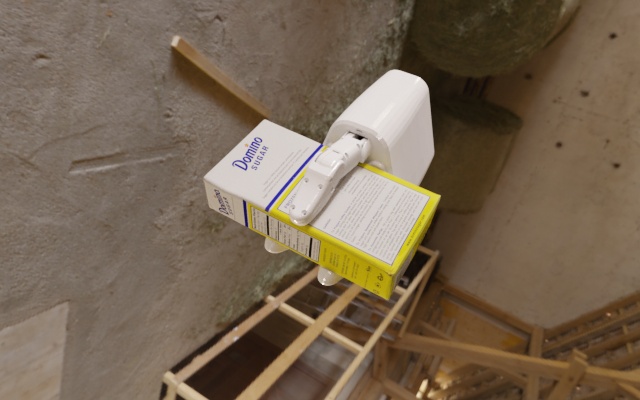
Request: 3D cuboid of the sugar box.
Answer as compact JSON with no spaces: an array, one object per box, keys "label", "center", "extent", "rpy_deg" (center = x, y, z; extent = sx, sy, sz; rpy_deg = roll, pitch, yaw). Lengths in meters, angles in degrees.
[{"label":"sugar box","center":[0.000,0.002,0.406],"extent":[0.176,0.048,0.093],"rpy_deg":[25,52,19]}]
